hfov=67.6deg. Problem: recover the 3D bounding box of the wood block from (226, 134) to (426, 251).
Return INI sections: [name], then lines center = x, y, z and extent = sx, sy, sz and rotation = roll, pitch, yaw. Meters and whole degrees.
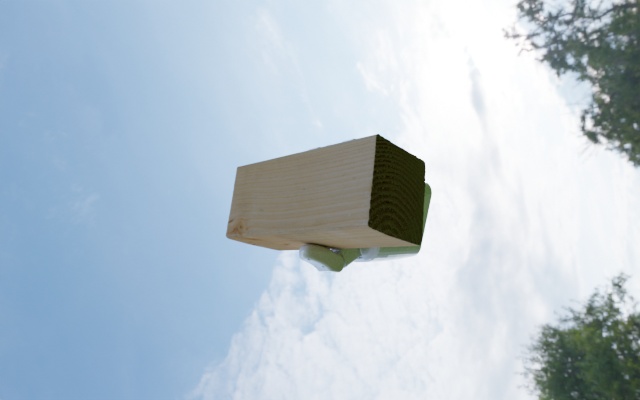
[wood block]
center = 0.000, 0.002, 0.520
extent = 0.206, 0.090, 0.090
rotation = -8, -20, 42
